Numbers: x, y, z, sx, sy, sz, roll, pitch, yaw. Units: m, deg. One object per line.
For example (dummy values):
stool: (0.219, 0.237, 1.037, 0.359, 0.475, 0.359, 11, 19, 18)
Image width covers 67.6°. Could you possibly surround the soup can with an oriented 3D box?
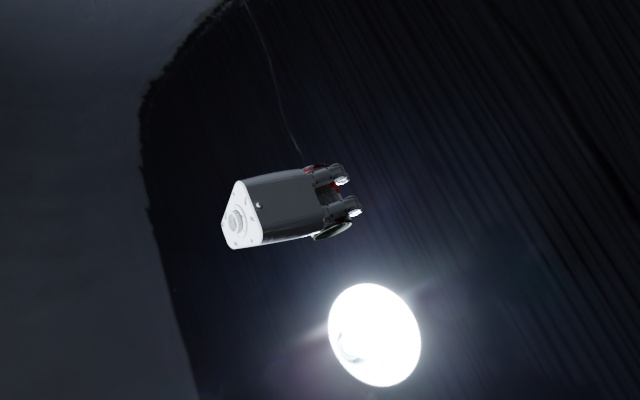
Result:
soup can: (0.001, 0.003, 0.744, 0.068, 0.102, 0.068, -22, -15, -6)
